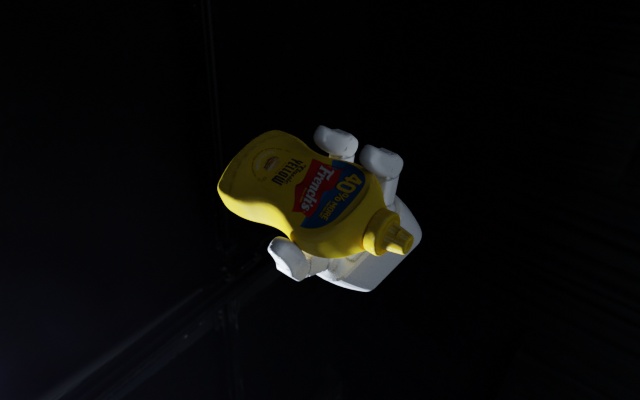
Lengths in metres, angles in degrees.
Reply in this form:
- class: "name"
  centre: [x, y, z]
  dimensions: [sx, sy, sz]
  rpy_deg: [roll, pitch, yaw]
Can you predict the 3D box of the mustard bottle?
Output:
- class: "mustard bottle"
  centre: [0.000, 0.001, 0.446]
  dimensions: [0.191, 0.096, 0.058]
  rpy_deg: [27, -29, 30]
